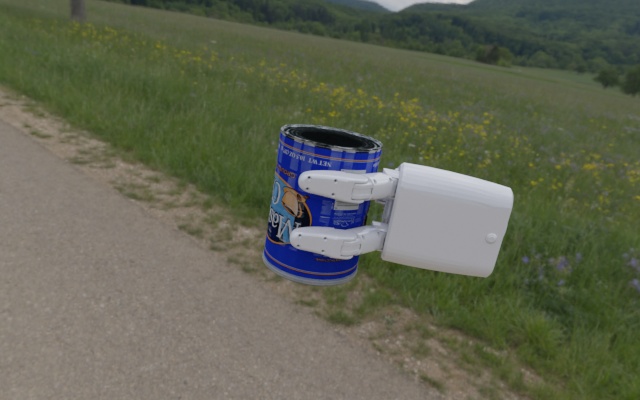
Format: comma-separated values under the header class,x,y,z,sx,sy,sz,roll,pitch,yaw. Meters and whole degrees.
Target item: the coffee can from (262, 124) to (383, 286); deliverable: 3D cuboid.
class,x,y,z,sx,sy,sz,roll,pitch,yaw
coffee can,0.000,0.002,0.491,0.103,0.140,0.102,9,18,-3
